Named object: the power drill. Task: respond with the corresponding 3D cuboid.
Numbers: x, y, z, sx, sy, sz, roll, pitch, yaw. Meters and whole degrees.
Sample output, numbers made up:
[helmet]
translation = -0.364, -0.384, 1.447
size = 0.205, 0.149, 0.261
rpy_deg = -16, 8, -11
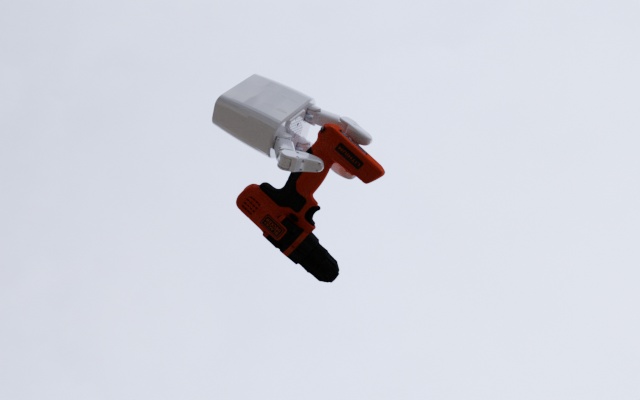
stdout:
[power drill]
translation = 0.000, 0.002, 0.667
size = 0.184, 0.188, 0.057
rpy_deg = 43, 12, -4
